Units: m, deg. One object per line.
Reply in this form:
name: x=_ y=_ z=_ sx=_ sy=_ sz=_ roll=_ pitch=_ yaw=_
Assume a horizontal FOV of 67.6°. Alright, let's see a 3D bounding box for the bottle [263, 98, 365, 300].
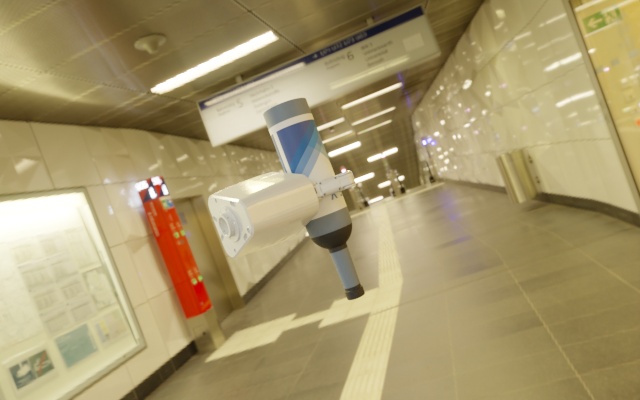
bottle: x=0.000 y=0.002 z=0.691 sx=0.069 sy=0.296 sz=0.069 roll=-21 pitch=1 yaw=0
